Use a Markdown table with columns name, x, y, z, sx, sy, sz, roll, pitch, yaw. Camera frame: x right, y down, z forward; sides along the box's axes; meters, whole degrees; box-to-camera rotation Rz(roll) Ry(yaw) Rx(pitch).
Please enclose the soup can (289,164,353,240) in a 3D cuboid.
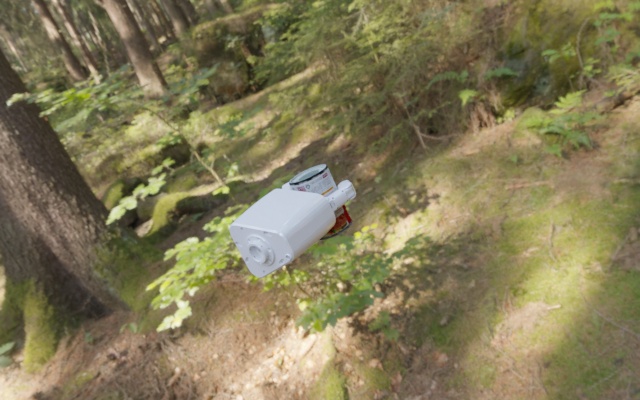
| name | x | y | z | sx | sy | sz | roll | pitch | yaw |
| --- | --- | --- | --- | --- | --- | --- | --- | --- | --- |
| soup can | 0.000 | 0.002 | 0.758 | 0.068 | 0.102 | 0.068 | -23 | 15 | 7 |
